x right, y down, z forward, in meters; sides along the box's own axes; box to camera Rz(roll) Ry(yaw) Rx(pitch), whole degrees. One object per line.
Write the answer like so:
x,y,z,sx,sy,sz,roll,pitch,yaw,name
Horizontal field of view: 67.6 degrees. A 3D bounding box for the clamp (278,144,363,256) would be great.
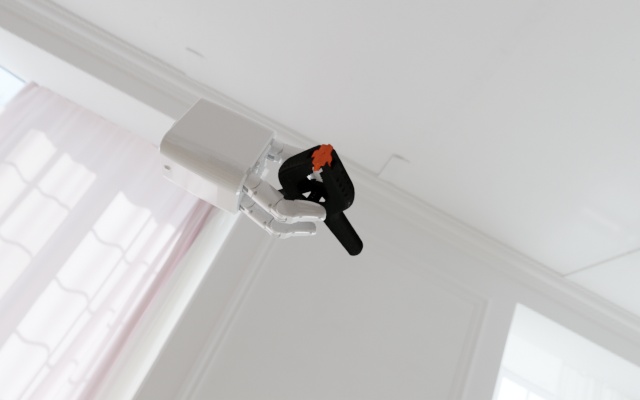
0.000,0.001,0.589,0.164,0.036,0.210,26,-27,-1,clamp
